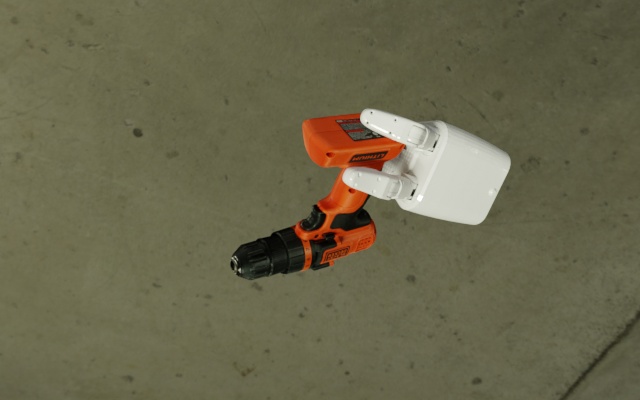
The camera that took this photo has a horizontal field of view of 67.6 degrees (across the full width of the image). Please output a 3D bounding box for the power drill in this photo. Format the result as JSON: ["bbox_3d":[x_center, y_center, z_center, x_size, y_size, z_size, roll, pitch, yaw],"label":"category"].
[{"bbox_3d":[0.000,0.001,0.505,0.184,0.188,0.057,-14,51,-33],"label":"power drill"}]
